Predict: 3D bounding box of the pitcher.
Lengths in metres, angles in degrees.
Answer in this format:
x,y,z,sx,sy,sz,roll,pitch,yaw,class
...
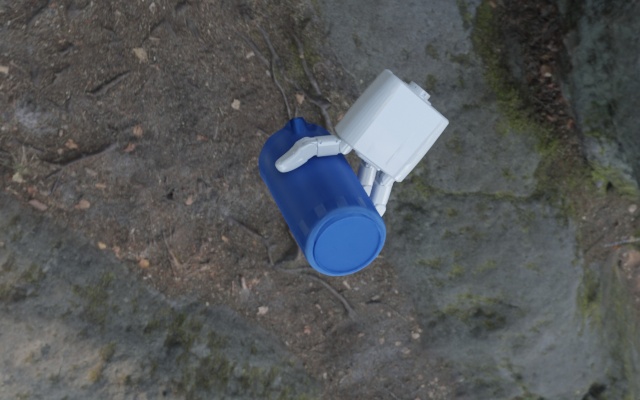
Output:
x,y,z,sx,sy,sz,roll,pitch,yaw,class
0.000,0.002,0.688,0.149,0.145,0.242,32,17,-33,pitcher
